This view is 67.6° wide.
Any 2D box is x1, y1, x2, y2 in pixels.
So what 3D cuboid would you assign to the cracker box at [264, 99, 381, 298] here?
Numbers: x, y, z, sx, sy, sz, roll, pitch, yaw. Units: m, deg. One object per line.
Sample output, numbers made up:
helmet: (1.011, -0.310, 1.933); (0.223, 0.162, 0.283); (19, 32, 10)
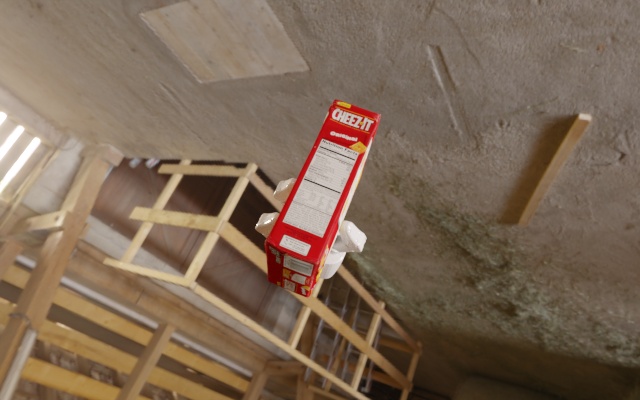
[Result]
cracker box: (0.000, 0.002, 0.626); (0.072, 0.213, 0.164); (22, -24, 5)
